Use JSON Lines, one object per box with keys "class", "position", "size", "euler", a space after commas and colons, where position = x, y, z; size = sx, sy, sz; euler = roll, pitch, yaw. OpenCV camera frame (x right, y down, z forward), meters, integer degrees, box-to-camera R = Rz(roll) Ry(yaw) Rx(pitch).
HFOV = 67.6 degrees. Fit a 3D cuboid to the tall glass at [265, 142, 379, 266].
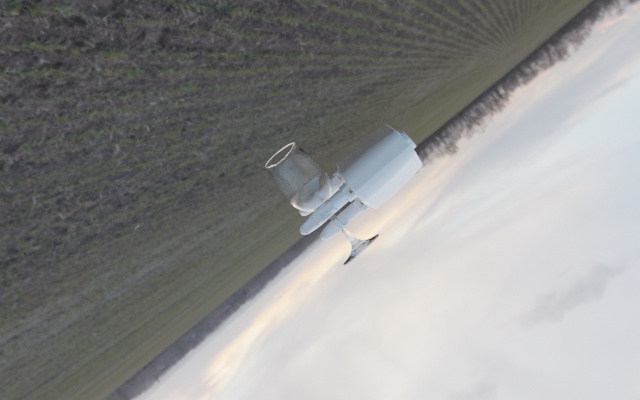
{"class": "tall glass", "position": [0.000, 0.003, 0.756], "size": [0.079, 0.201, 0.079], "euler": [-41, -3, -3]}
